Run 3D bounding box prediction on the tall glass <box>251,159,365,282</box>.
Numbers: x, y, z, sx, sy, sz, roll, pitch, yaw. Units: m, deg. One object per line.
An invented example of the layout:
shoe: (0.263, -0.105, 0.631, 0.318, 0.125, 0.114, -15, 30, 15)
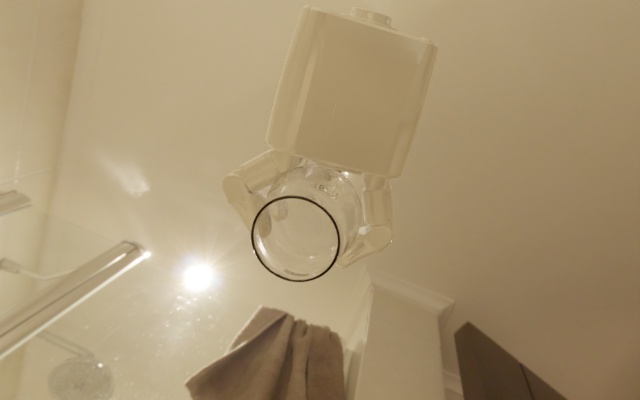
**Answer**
tall glass: (0.000, 0.001, 0.413, 0.079, 0.079, 0.201, 0, 15, 10)
